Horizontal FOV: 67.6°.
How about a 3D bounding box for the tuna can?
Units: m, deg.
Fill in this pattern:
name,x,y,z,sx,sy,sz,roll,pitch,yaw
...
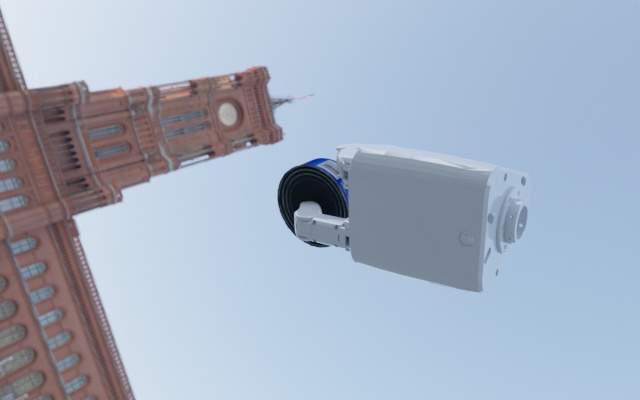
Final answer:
name,x,y,z,sx,sy,sz,roll,pitch,yaw
tuna can,0.000,0.001,0.478,0.086,0.086,0.033,0,19,38
